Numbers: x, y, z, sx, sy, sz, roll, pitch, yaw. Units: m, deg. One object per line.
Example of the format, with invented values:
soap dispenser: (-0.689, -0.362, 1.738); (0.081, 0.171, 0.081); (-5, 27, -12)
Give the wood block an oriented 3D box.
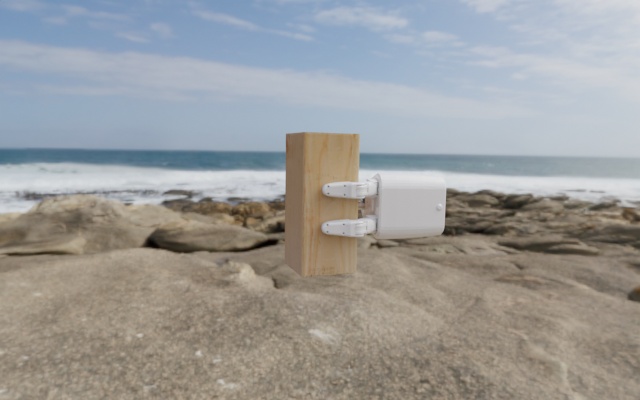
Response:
wood block: (0.000, 0.002, 0.726); (0.090, 0.206, 0.091); (-1, 7, -20)
